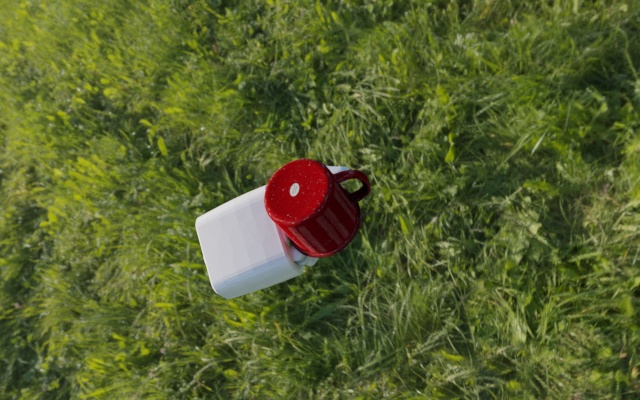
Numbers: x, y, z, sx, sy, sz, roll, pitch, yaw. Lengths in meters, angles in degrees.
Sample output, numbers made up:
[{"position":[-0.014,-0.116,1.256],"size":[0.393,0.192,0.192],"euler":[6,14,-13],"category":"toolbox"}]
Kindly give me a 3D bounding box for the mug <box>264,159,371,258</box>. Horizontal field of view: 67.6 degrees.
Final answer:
[{"position":[0.001,0.001,0.529],"size":[0.117,0.093,0.081],"euler":[-25,-34,10],"category":"mug"}]
